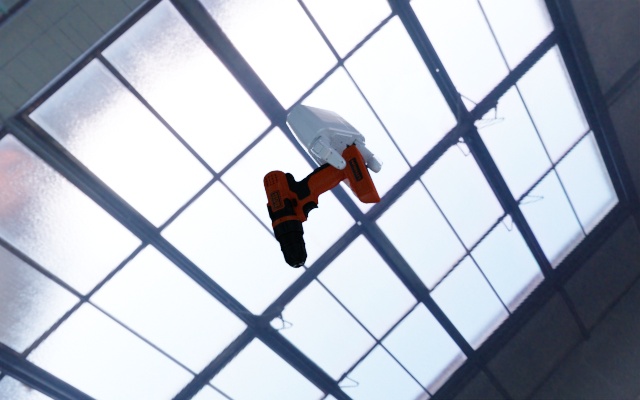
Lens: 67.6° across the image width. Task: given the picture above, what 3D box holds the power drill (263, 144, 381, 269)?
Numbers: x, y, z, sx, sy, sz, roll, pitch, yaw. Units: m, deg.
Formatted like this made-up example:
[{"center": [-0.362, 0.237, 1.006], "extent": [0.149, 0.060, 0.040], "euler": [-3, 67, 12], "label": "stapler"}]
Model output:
[{"center": [0.000, 0.002, 0.797], "extent": [0.187, 0.184, 0.057], "euler": [-23, -26, 10], "label": "power drill"}]
